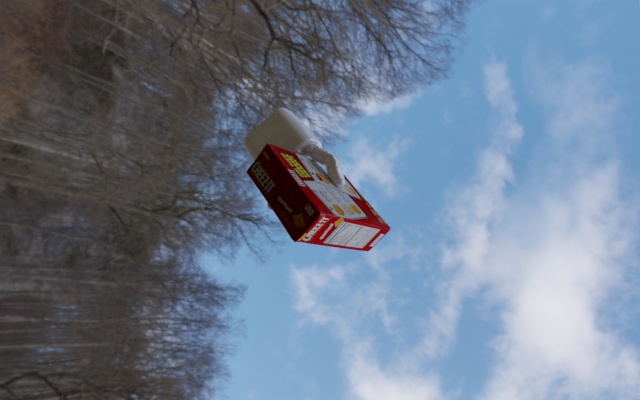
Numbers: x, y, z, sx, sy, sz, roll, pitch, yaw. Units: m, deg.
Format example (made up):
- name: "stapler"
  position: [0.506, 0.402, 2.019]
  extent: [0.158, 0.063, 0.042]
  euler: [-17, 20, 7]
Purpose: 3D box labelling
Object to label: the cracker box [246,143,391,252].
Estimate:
- name: "cracker box"
  position: [0.000, 0.003, 0.804]
  extent: [0.214, 0.072, 0.164]
  euler: [14, 32, -53]
